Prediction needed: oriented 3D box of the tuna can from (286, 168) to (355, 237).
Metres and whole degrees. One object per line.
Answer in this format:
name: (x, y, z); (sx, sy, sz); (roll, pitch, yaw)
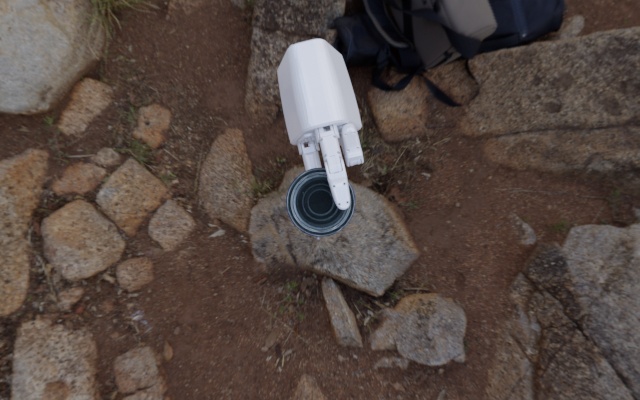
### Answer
tuna can: (0.000, 0.002, 0.591); (0.086, 0.086, 0.034); (0, 1, -2)
